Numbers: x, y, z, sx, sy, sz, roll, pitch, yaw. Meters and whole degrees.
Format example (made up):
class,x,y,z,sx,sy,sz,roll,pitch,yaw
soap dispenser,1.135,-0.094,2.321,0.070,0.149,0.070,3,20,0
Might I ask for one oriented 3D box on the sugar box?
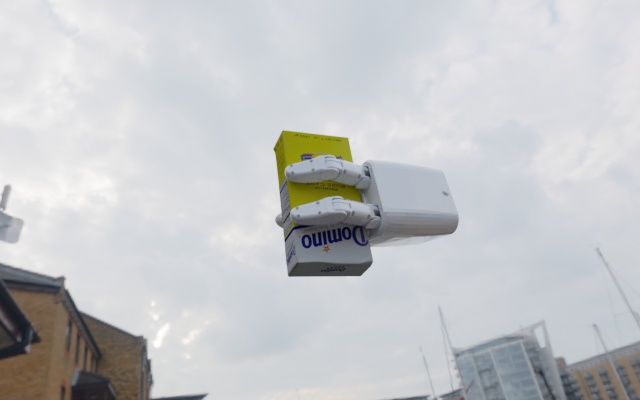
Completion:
class,x,y,z,sx,sy,sz,roll,pitch,yaw
sugar box,0.000,0.001,0.568,0.093,0.176,0.048,2,-33,-21
